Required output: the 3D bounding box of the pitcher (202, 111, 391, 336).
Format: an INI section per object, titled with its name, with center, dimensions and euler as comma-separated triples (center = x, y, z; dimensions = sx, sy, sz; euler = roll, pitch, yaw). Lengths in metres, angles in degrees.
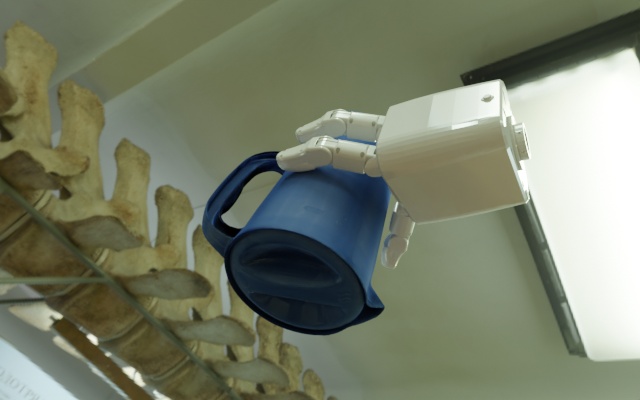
[pitcher]
center = 0.000, 0.002, 0.501
dimensions = 0.145, 0.149, 0.242
euler = -12, 32, 29
